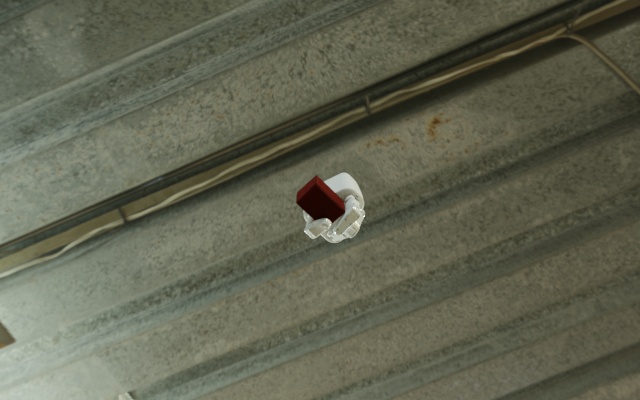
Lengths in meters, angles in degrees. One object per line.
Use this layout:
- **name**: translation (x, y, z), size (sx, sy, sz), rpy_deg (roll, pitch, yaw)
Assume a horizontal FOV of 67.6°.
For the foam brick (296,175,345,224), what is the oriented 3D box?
- **foam brick**: translation (0.000, 0.003, 0.871), size (0.053, 0.078, 0.051), rpy_deg (-41, 18, 15)
